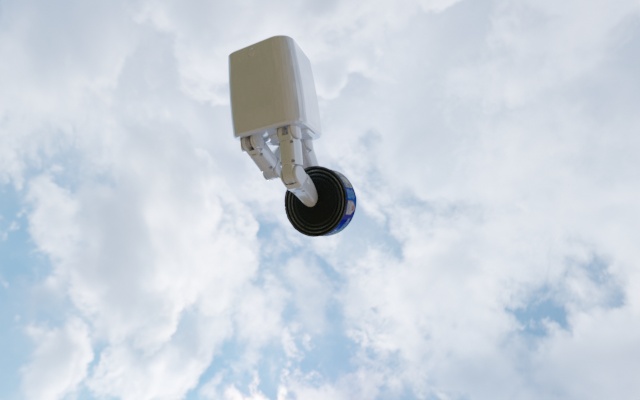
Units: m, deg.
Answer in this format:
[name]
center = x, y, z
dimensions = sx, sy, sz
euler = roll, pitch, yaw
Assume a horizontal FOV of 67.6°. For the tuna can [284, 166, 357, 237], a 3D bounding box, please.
[tuna can]
center = 0.000, 0.002, 0.588
dimensions = 0.086, 0.086, 0.034
euler = 0, -4, 28
